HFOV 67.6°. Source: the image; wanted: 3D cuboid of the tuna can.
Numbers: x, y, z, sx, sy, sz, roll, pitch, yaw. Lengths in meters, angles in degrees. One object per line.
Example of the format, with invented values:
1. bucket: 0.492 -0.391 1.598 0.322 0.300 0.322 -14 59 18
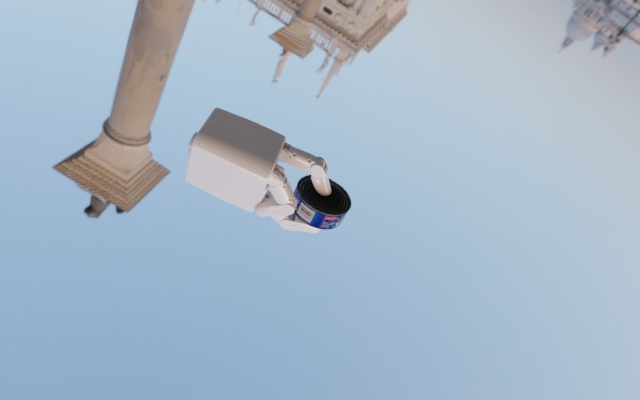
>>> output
1. tuna can: 0.000 0.003 0.708 0.086 0.034 0.086 17 38 -14
